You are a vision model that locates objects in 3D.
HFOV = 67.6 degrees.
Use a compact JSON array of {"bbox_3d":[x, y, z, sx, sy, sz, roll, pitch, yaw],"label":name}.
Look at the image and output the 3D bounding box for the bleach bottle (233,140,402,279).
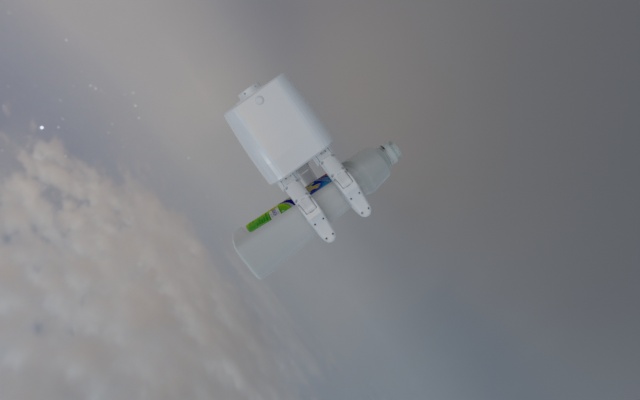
[{"bbox_3d":[0.000,0.002,0.651,0.251,0.068,0.102,-36,13,-4],"label":"bleach bottle"}]
